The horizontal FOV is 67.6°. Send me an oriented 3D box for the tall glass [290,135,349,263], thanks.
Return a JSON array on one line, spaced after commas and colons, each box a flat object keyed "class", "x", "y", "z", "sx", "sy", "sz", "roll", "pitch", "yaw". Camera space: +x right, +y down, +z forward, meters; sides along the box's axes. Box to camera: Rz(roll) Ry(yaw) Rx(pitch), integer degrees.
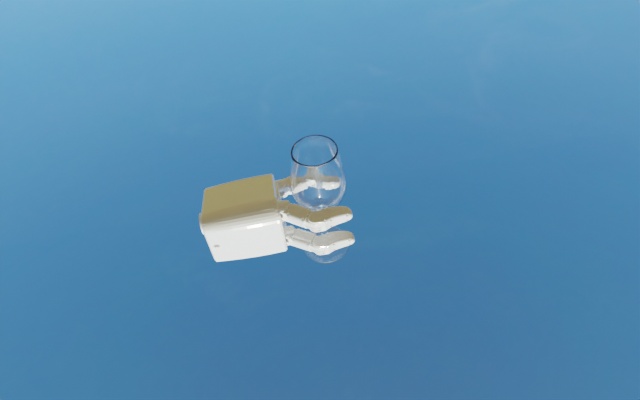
[{"class": "tall glass", "x": 0.000, "y": 0.003, "z": 0.689, "sx": 0.079, "sy": 0.079, "sz": 0.201, "roll": 0, "pitch": -43, "yaw": 6}]
